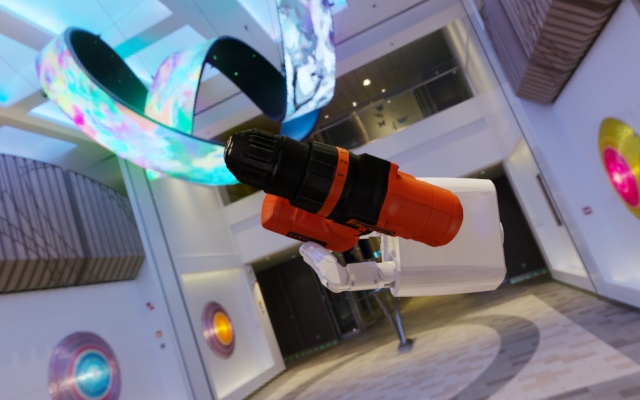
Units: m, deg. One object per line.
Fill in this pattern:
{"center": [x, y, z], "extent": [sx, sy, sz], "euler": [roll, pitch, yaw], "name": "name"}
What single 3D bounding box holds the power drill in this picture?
{"center": [0.000, 0.001, 0.415], "extent": [0.184, 0.057, 0.187], "euler": [19, -12, -13], "name": "power drill"}
